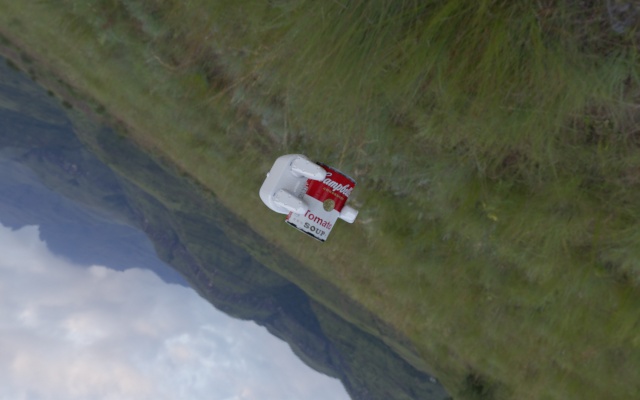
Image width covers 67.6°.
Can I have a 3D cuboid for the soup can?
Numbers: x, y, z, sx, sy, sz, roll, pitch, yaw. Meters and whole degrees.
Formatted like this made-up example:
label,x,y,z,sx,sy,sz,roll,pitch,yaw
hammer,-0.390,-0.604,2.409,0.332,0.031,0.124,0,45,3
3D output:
label,x,y,z,sx,sy,sz,roll,pitch,yaw
soup can,0.000,0.003,0.709,0.068,0.102,0.068,28,-3,2
